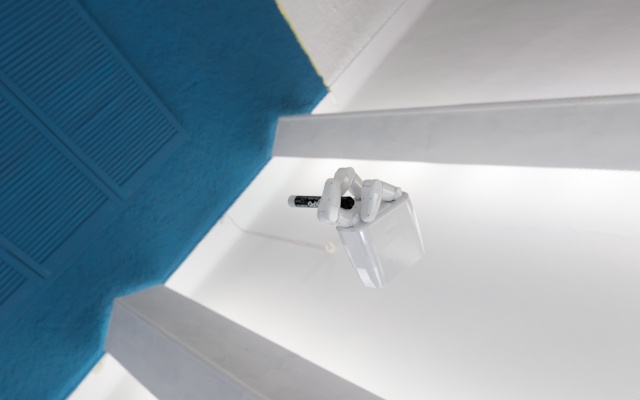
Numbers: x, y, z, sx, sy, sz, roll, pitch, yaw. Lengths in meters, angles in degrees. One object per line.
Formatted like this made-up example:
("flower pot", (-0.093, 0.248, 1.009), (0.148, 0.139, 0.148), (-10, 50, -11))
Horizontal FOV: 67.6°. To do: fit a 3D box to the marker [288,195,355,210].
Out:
("marker", (0.000, 0.002, 0.677), (0.121, 0.020, 0.020), (1, 1, 44))
